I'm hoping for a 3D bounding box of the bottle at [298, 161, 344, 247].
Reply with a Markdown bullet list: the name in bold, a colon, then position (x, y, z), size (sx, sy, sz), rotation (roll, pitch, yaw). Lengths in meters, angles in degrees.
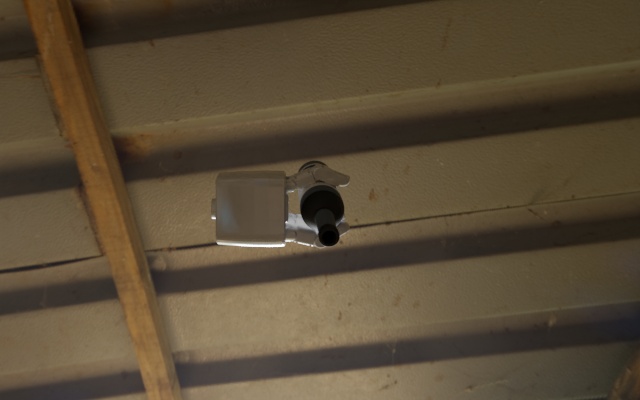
- **bottle**: position (0.000, 0.002, 0.752), size (0.069, 0.069, 0.295), rotation (0, 18, -5)
